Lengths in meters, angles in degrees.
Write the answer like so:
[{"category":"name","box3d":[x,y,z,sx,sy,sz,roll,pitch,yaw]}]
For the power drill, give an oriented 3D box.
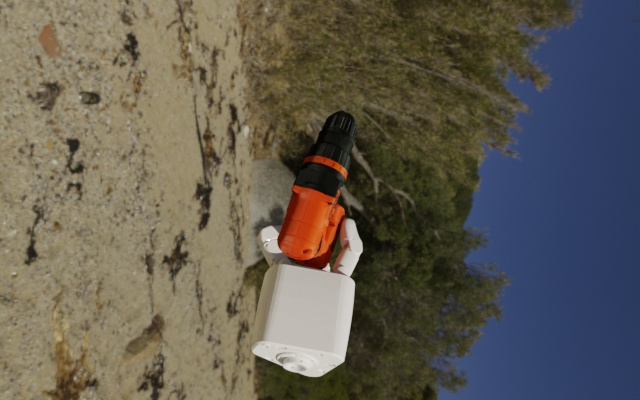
[{"category":"power drill","box3d":[0.000,0.002,0.604,0.057,0.184,0.188,19,-20,9]}]
